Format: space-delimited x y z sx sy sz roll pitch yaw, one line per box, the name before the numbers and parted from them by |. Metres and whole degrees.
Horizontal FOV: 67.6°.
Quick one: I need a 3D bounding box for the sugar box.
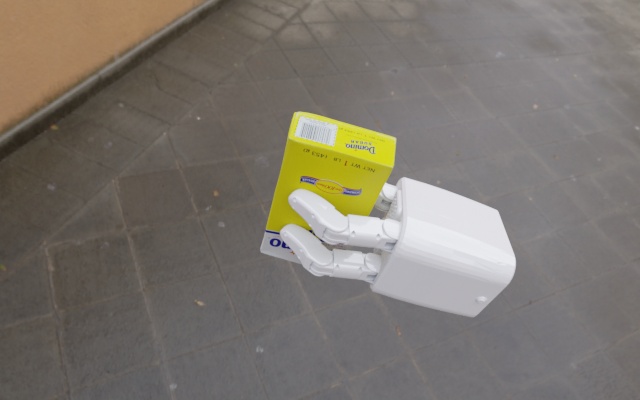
sugar box | 0.000 0.002 0.466 0.093 0.048 0.176 16 -43 -3
